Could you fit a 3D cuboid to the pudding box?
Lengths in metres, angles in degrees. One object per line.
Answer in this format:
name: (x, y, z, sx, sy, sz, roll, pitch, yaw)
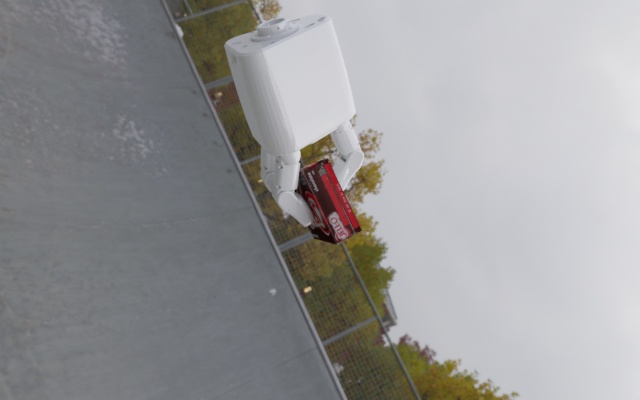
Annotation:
pudding box: (0.000, 0.002, 0.559, 0.039, 0.090, 0.113, -25, 5, -11)
